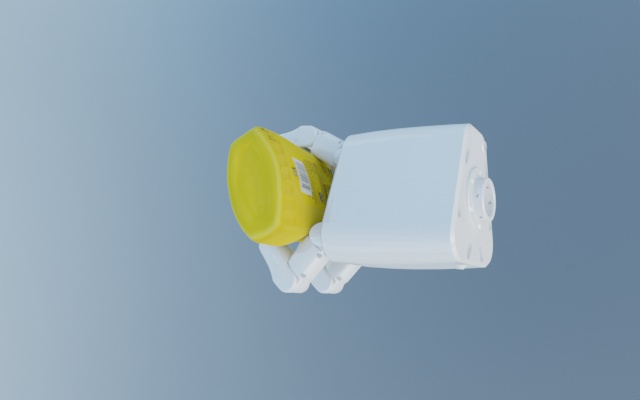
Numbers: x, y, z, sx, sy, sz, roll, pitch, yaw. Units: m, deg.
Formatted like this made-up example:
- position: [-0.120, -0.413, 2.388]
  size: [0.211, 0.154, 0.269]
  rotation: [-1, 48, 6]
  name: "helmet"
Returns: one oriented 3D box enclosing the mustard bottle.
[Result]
- position: [0.000, 0.002, 0.453]
  size: [0.058, 0.096, 0.192]
  rotation: [-30, -26, 27]
  name: "mustard bottle"
